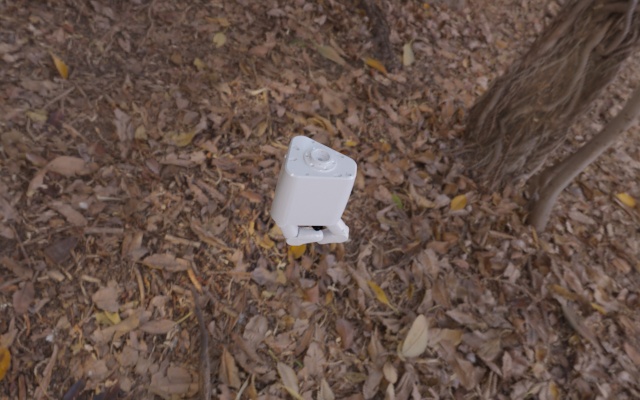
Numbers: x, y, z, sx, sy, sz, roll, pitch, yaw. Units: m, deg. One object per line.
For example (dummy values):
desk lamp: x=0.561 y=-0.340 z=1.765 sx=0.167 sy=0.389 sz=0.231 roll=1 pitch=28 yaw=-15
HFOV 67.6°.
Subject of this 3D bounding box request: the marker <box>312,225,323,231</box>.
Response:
marker: x=0.000 y=0.003 z=0.802 sx=0.020 sy=0.121 sz=0.020 roll=4 pitch=-43 yaw=4
